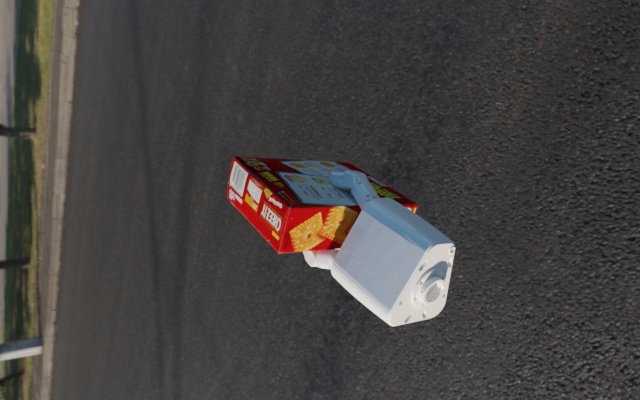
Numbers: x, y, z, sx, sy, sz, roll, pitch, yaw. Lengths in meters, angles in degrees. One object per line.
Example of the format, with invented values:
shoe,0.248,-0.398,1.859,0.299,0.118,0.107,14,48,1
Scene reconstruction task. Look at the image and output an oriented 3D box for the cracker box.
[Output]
cracker box,0.000,0.002,0.667,0.214,0.072,0.164,0,25,-37
